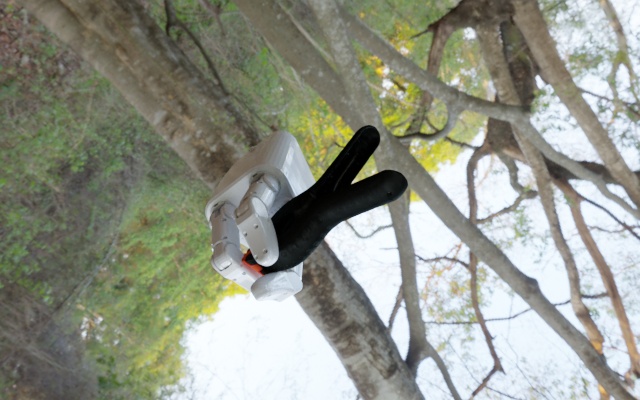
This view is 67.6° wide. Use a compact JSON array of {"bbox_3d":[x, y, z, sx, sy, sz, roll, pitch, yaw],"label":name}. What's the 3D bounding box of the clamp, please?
[{"bbox_3d":[0.000,0.002,0.429,0.171,0.039,0.120,-35,20,22],"label":"clamp"}]
